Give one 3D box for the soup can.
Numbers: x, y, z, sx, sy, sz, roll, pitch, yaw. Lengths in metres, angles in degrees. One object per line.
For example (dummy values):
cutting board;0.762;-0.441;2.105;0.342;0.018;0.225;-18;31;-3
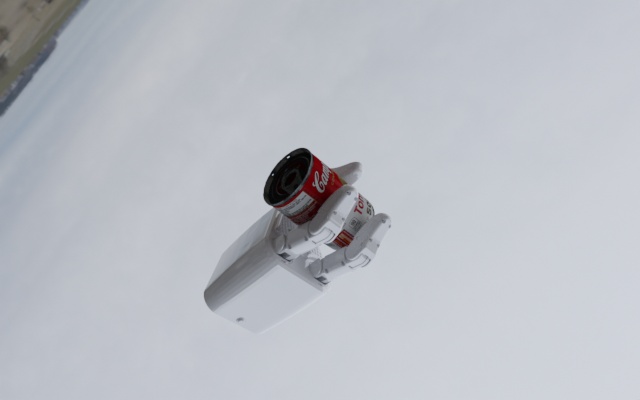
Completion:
soup can;0.001;0.001;0.499;0.102;0.068;0.068;38;-22;-32
